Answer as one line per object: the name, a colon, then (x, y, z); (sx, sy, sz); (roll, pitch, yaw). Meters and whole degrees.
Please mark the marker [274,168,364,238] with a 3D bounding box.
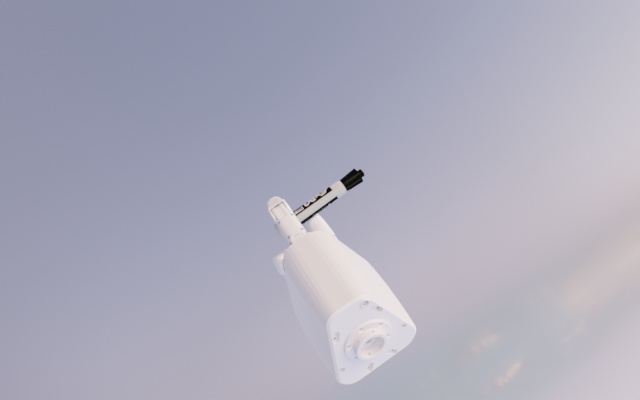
marker: (0.000, 0.002, 0.552); (0.121, 0.020, 0.020); (-35, 3, -4)
